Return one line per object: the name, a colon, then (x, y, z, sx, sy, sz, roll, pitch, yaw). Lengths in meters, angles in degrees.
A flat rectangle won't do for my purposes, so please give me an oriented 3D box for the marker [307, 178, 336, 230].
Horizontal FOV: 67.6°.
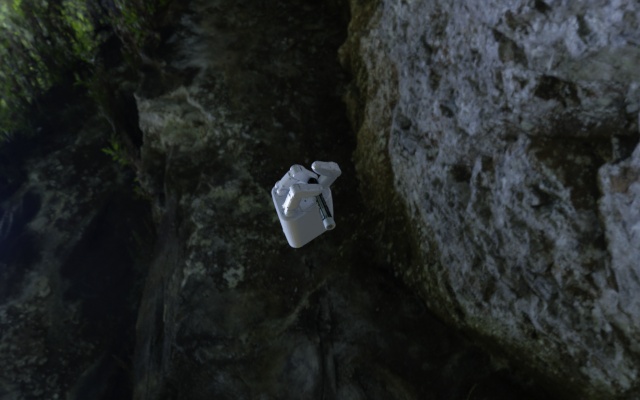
marker: (0.000, 0.003, 0.889, 0.020, 0.121, 0.020, -14, -38, -11)
